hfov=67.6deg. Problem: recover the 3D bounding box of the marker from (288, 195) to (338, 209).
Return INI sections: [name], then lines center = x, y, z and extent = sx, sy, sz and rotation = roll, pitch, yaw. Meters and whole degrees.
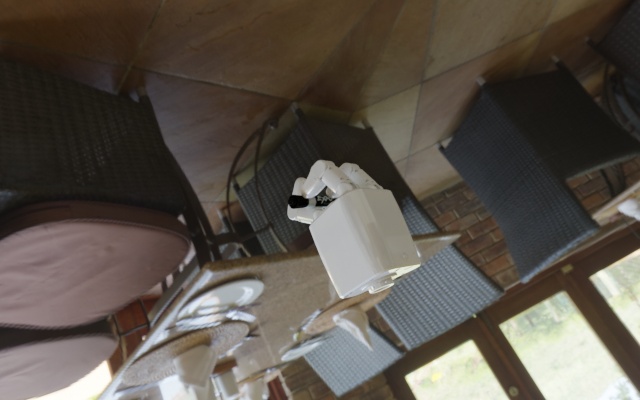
[marker]
center = 0.000, 0.002, 0.664
extent = 0.020, 0.020, 0.121
rotation = 0, -1, 40
